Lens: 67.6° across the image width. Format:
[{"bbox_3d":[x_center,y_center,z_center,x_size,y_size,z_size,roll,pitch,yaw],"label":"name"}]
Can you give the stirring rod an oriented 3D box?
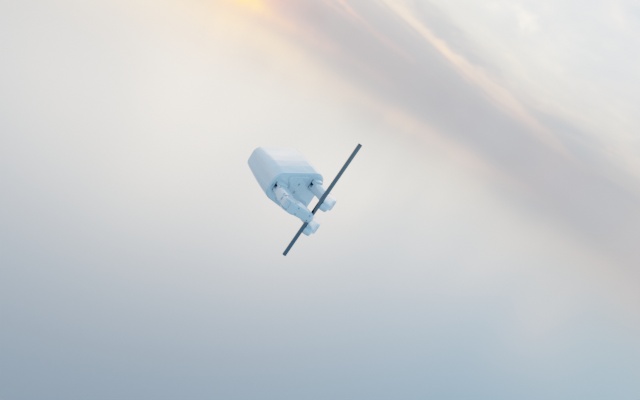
[{"bbox_3d":[0.000,0.003,0.818,0.011,0.239,0.011,31,18,-11],"label":"stirring rod"}]
